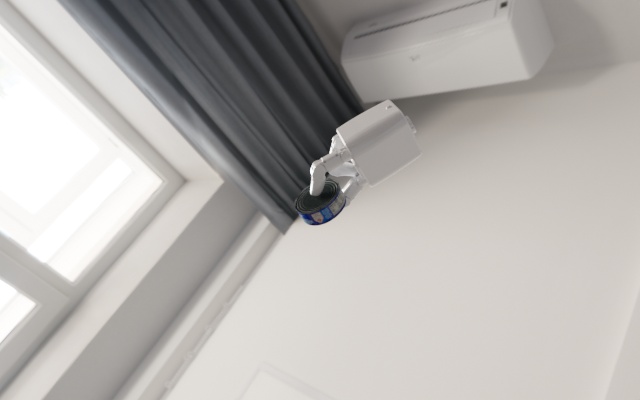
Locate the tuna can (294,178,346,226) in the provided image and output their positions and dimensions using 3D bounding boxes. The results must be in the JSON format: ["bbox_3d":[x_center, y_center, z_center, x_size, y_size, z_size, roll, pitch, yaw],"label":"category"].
[{"bbox_3d":[0.000,0.003,0.817,0.086,0.034,0.086,-22,33,16],"label":"tuna can"}]
